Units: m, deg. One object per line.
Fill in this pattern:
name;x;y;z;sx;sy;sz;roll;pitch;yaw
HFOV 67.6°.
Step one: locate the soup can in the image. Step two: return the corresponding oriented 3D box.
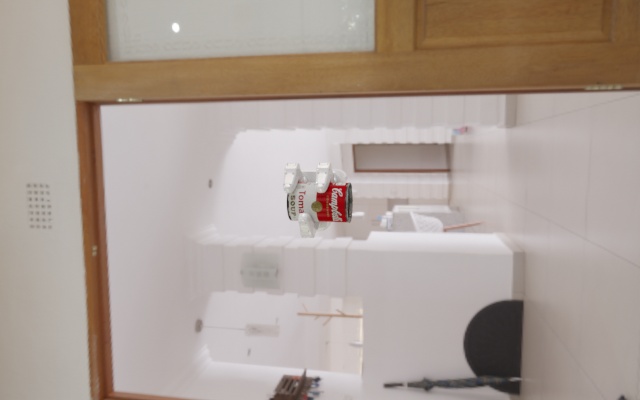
soup can;0.000;0.003;0.806;0.102;0.068;0.068;1;0;11
